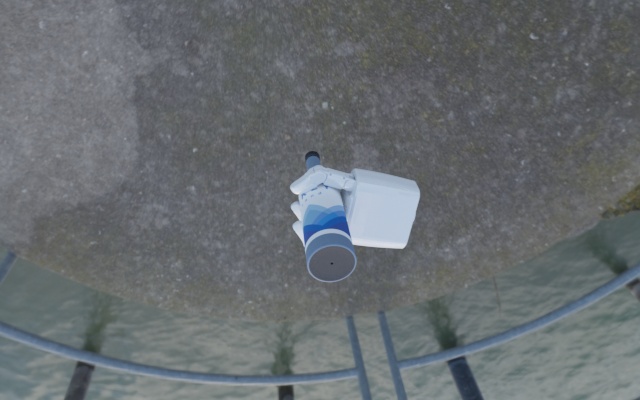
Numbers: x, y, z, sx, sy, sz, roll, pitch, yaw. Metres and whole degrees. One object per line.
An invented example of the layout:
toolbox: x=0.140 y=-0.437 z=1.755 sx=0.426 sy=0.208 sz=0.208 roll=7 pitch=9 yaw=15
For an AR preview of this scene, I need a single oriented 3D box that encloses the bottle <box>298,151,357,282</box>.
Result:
bottle: x=0.000 y=0.003 z=0.753 sx=0.069 sy=0.069 sz=0.295 roll=0 pitch=34 yaw=-7
